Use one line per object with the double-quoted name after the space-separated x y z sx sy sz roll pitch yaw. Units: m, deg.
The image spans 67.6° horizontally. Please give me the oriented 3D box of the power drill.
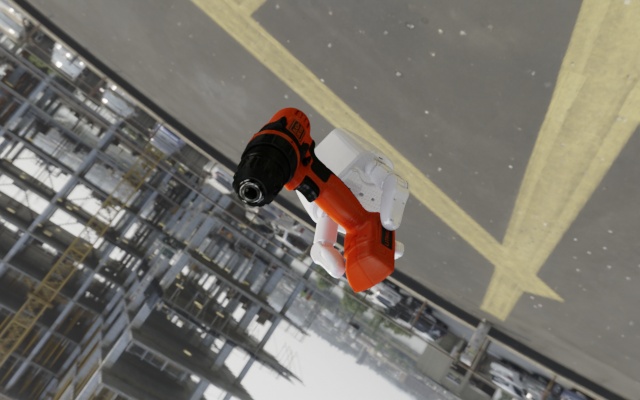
0.000 0.002 0.479 0.057 0.188 0.184 -33 18 24 "power drill"
